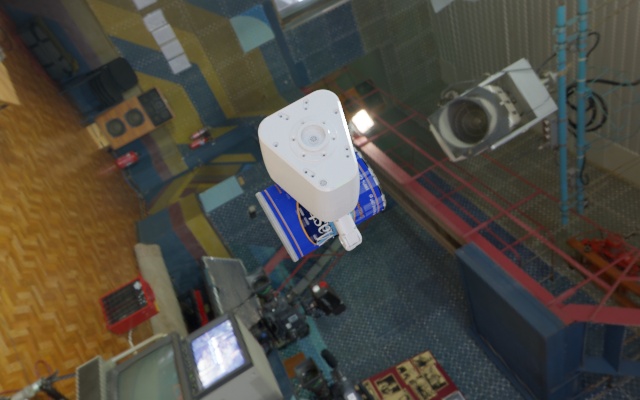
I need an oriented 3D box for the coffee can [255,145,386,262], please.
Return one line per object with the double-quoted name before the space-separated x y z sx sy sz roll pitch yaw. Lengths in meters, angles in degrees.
"coffee can" 0.000 0.002 0.632 0.140 0.103 0.103 -30 4 -7
